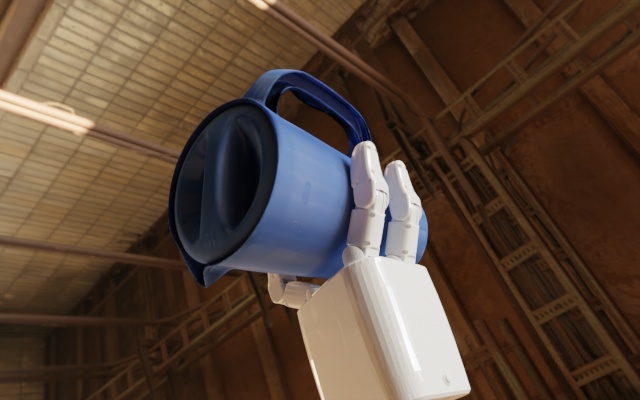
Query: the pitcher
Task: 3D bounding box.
[{"bbox_3d":[0.000,0.002,0.444,0.149,0.145,0.243,-36,-35,29],"label":"pitcher"}]
